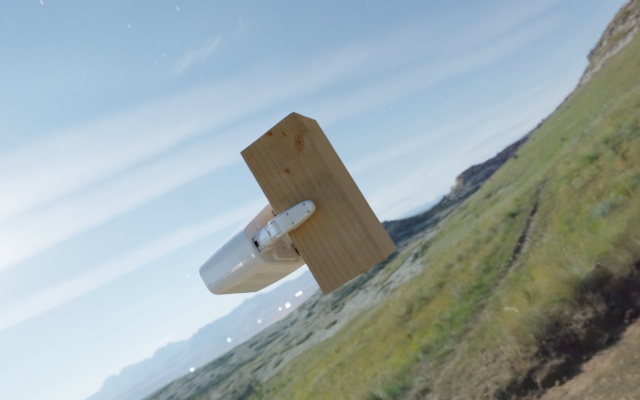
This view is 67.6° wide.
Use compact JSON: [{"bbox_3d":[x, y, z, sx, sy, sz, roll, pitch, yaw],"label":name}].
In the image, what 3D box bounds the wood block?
[{"bbox_3d":[0.000,0.002,0.608,0.090,0.206,0.091,-34,-8,17],"label":"wood block"}]
